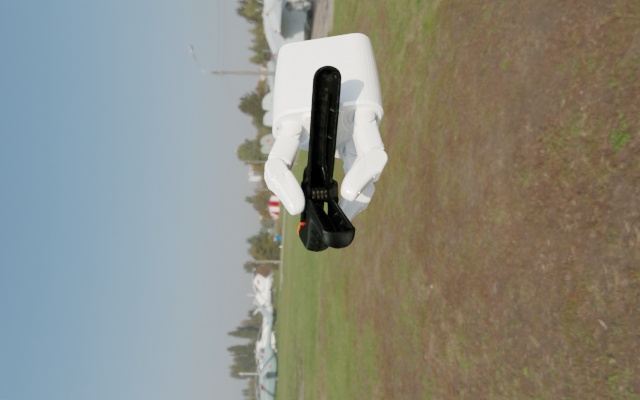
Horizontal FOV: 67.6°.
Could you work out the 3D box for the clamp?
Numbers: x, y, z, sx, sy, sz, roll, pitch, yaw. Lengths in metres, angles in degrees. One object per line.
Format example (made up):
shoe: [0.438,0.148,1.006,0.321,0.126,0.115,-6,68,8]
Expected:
clamp: [-0.001,0.002,0.464,0.036,0.164,0.210,1,-30,-7]
